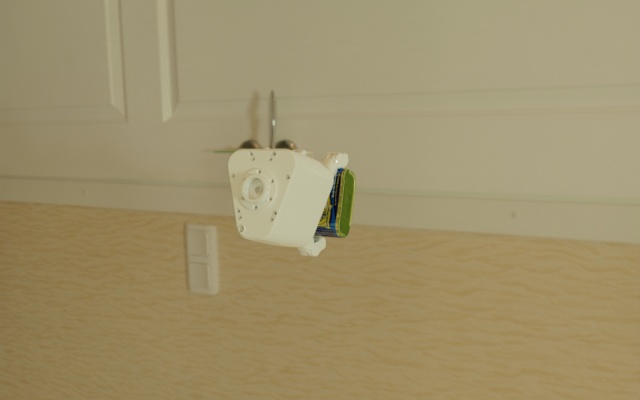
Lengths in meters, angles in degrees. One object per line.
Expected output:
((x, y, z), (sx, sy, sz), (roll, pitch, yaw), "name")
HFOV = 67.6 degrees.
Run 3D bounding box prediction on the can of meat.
((0.000, 0.002, 0.683), (0.084, 0.102, 0.057), (3, -10, 23), "can of meat")
